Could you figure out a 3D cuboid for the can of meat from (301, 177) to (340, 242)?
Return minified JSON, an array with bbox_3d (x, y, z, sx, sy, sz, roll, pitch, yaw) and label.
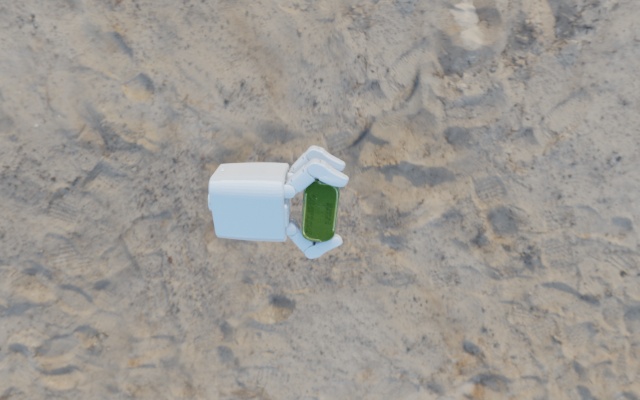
[{"bbox_3d":[0.000,0.003,0.727,0.057,0.102,0.084,5,22,0],"label":"can of meat"}]
